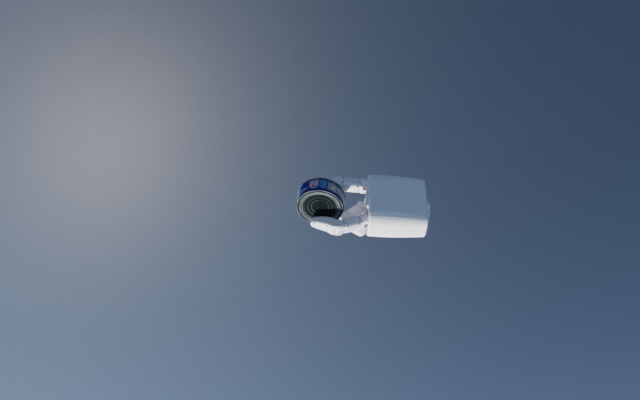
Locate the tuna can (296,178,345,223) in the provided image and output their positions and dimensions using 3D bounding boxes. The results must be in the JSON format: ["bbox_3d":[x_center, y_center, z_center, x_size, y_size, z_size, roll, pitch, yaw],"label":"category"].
[{"bbox_3d":[0.000,0.003,0.850,0.086,0.086,0.033,0,42,7],"label":"tuna can"}]
